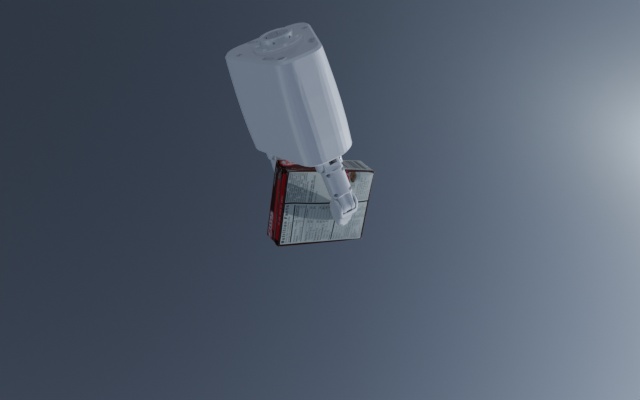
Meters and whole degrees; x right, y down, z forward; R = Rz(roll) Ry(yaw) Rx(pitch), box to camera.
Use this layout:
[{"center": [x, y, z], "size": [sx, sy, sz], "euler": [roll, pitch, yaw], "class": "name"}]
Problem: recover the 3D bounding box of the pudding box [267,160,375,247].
[{"center": [0.000, 0.002, 0.539], "size": [0.113, 0.090, 0.039], "euler": [-1, 23, -27], "class": "pudding box"}]
